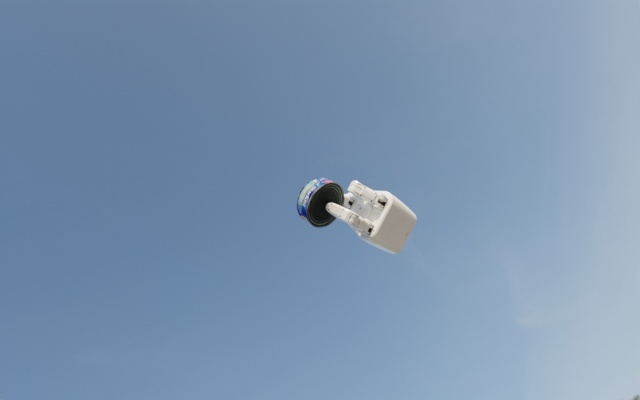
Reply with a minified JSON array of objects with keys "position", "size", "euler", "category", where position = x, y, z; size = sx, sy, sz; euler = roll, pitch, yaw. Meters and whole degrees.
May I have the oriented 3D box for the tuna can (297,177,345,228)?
[{"position":[0.000,0.003,0.846],"size":[0.086,0.086,0.033],"euler":[0,22,-43],"category":"tuna can"}]
